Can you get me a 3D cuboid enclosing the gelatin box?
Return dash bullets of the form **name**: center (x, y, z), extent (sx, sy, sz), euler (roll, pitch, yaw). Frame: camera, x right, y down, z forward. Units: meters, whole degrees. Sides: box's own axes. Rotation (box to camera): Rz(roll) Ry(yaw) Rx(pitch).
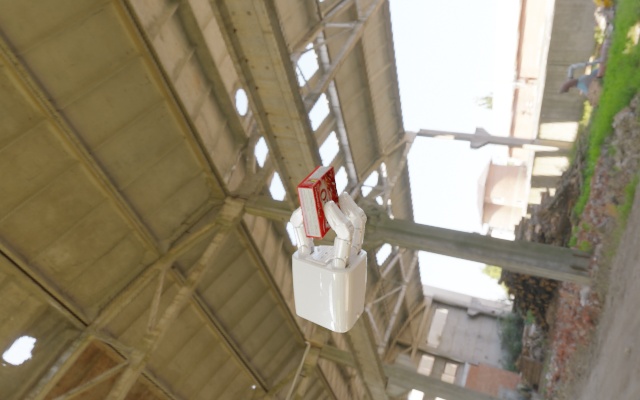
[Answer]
- **gelatin box**: center (0.000, 0.002, 0.716), extent (0.030, 0.089, 0.073), euler (4, 29, 27)
